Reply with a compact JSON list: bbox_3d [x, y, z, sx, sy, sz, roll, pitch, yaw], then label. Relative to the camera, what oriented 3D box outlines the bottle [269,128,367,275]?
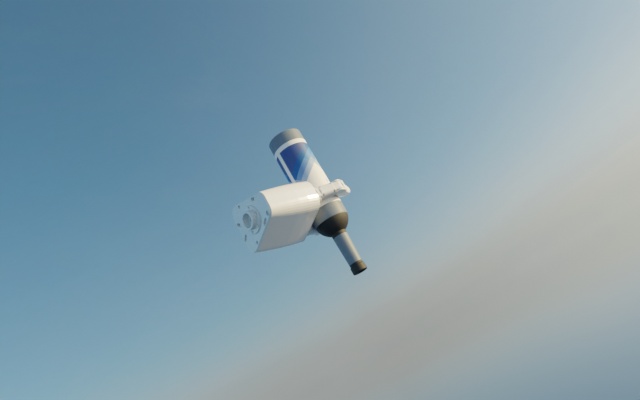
[{"bbox_3d":[0.000,0.003,0.875,0.069,0.295,0.069,-27,-19,-10],"label":"bottle"}]
